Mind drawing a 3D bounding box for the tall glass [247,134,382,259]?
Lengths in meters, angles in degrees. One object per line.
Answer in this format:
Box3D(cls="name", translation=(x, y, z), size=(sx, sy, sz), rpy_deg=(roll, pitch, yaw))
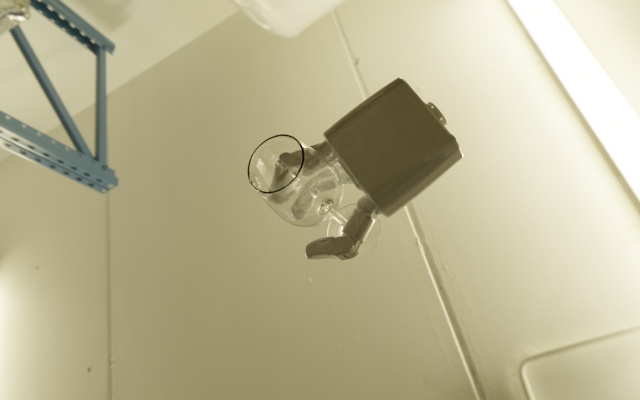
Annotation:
Box3D(cls="tall glass", translation=(0.000, 0.002, 0.527), size=(0.079, 0.079, 0.201), rpy_deg=(0, -21, 28))
